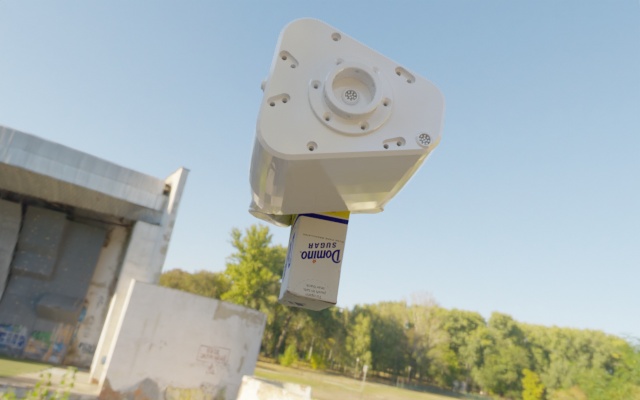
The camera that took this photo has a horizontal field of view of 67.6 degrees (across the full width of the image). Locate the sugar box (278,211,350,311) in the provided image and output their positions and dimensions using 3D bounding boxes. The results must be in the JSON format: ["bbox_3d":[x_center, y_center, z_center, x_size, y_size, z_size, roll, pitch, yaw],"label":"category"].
[{"bbox_3d":[0.000,0.001,0.409,0.048,0.176,0.093,13,-18,-5],"label":"sugar box"}]
